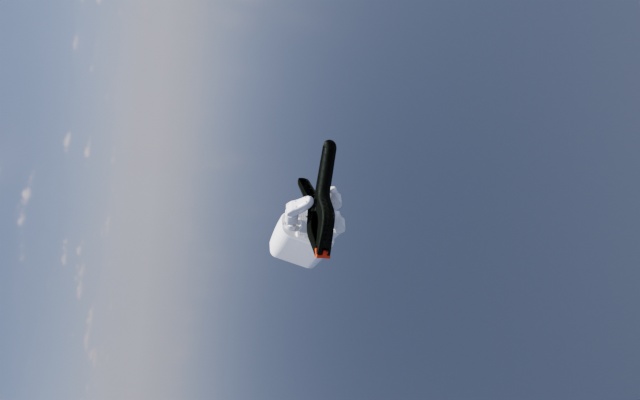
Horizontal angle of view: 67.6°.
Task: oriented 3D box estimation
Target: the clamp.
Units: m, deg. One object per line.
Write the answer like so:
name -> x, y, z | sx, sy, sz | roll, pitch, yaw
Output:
clamp -> -0.001, 0.003, 0.888 | 0.036, 0.209, 0.165 | 5, -34, -20
